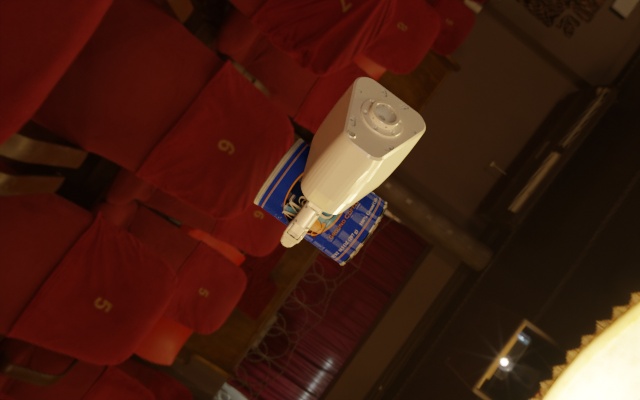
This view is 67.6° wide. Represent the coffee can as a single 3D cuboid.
[{"bbox_3d":[0.000,0.002,0.618,0.140,0.103,0.103,36,-2,-2],"label":"coffee can"}]
